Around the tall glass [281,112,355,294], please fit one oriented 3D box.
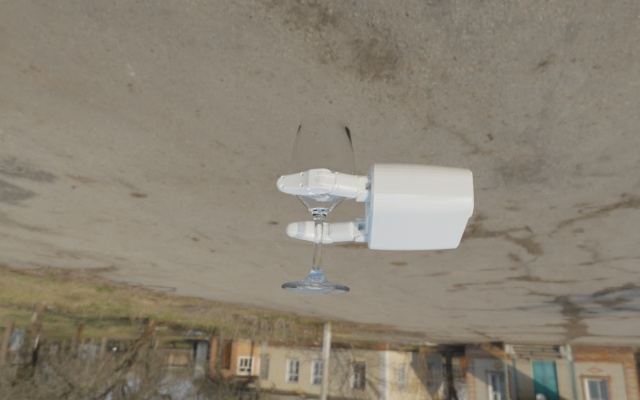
[{"bbox_3d":[0.000,0.002,0.547,0.079,0.201,0.079,2,-18,1],"label":"tall glass"}]
